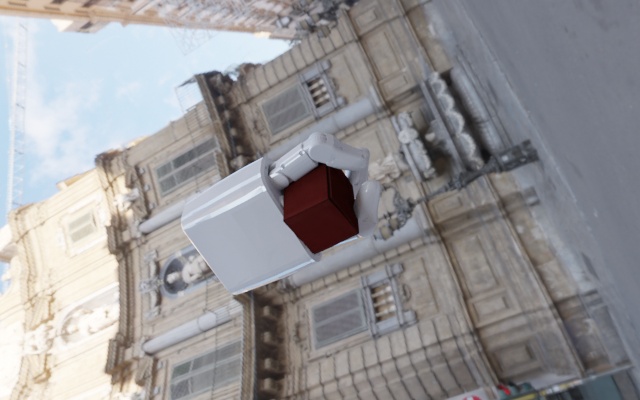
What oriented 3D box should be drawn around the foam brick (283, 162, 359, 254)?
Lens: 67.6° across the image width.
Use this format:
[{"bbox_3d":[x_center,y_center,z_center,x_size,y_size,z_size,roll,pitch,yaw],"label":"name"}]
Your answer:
[{"bbox_3d":[0.000,0.002,0.458,0.051,0.053,0.078,-27,34,18],"label":"foam brick"}]
